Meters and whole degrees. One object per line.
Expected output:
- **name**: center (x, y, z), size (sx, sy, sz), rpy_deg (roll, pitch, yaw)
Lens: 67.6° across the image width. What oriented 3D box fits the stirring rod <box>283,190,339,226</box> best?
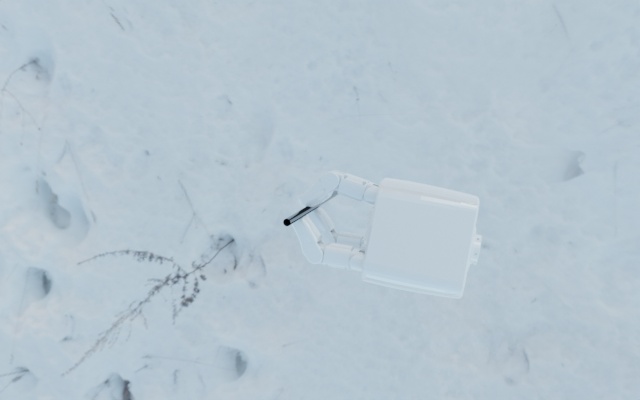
- **stirring rod**: center (0.000, 0.002, 0.596), size (0.011, 0.011, 0.239), rpy_deg (0, 10, 17)
